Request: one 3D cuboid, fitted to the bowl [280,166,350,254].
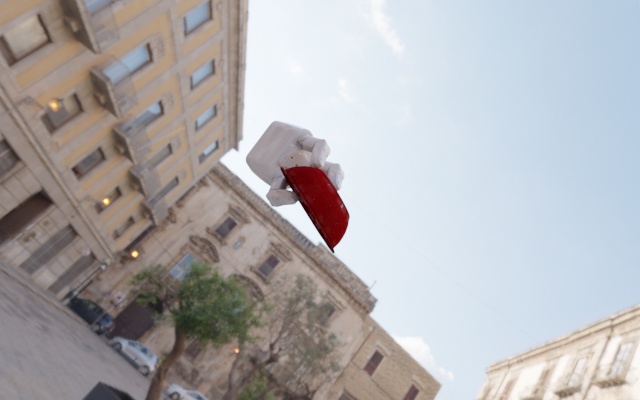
[{"bbox_3d":[0.001,0.003,0.760,0.055,0.162,0.162,-31,2,-4],"label":"bowl"}]
